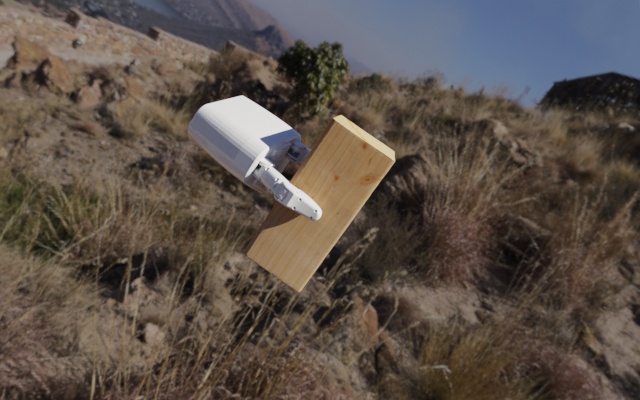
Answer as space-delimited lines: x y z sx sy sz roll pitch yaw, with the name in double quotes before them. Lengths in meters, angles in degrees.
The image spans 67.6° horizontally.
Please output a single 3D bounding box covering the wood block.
"wood block" 0.000 0.002 0.619 0.090 0.206 0.091 35 16 0
